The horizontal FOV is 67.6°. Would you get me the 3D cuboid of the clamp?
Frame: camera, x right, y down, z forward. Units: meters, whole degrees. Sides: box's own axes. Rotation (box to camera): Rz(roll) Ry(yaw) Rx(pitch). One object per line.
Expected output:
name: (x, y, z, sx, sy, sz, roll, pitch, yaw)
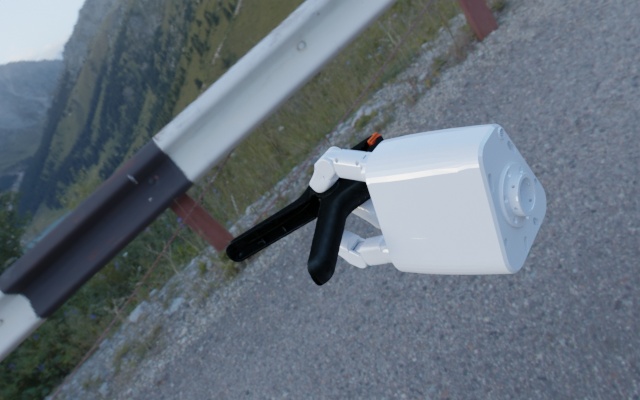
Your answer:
clamp: (0.000, 0.001, 0.505, 0.164, 0.036, 0.210, -2, 39, 46)
